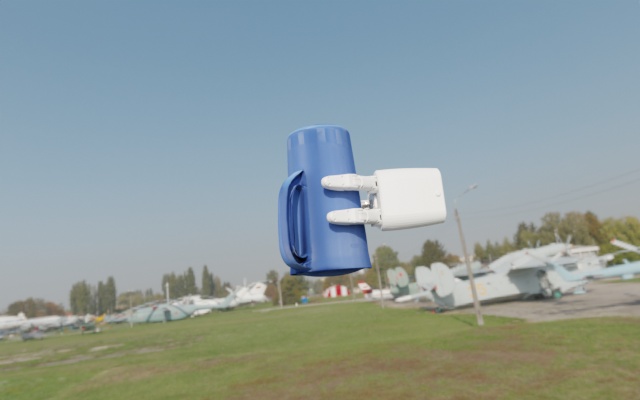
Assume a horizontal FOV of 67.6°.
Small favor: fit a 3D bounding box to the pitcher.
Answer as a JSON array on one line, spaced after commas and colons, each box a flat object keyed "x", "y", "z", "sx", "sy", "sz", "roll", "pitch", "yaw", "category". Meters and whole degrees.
[{"x": 0.000, "y": 0.003, "z": 0.782, "sx": 0.145, "sy": 0.242, "sz": 0.149, "roll": -5, "pitch": -10, "yaw": -5, "category": "pitcher"}]
